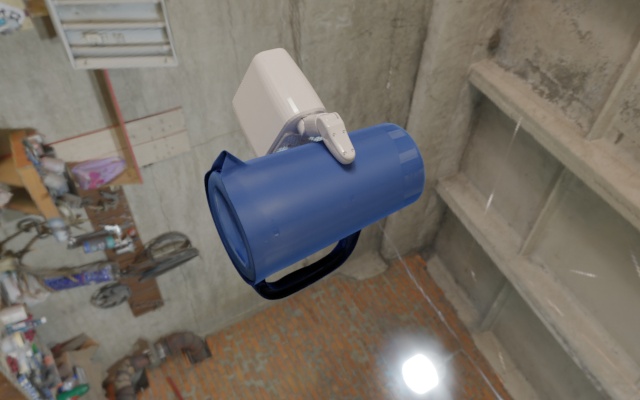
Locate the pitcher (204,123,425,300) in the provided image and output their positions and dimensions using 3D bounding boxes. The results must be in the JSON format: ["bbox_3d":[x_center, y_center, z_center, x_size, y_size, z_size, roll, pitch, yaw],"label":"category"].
[{"bbox_3d":[0.000,0.002,0.562,0.243,0.145,0.149,-21,-22,-23],"label":"pitcher"}]
